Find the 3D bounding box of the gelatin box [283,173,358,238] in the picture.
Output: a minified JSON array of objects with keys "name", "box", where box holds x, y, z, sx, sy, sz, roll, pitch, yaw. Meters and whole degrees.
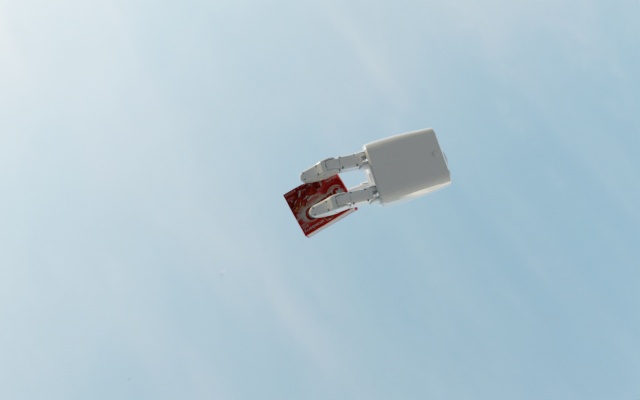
[{"name":"gelatin box","box":[0.000,0.003,0.714,0.089,0.073,0.030,-30,-14,3]}]
